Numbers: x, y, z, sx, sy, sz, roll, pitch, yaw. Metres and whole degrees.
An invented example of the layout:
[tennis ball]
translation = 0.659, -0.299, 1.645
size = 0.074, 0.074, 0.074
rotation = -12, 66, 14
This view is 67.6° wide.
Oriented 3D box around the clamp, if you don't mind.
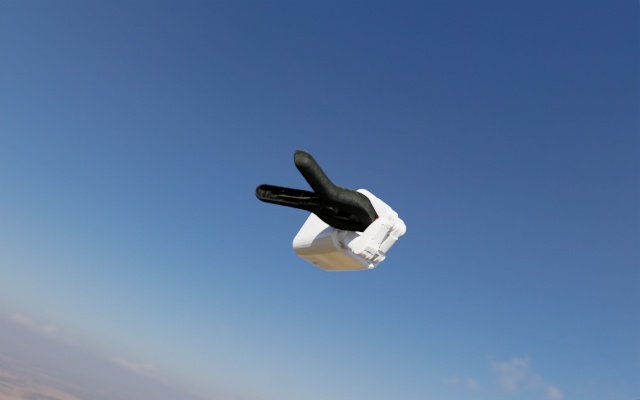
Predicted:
[clamp]
translation = 0.000, 0.002, 0.631
size = 0.171, 0.039, 0.120
rotation = 35, -33, -27
